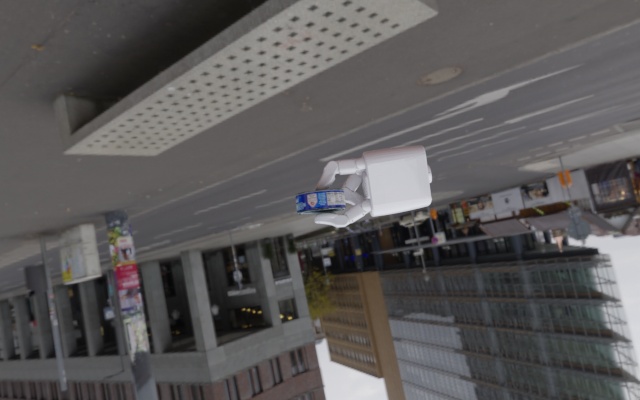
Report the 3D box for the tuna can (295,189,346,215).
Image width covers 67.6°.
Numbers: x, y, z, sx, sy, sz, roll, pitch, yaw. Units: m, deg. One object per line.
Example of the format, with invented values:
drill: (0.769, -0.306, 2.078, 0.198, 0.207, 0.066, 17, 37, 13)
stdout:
tuna can: (0.000, 0.003, 0.822, 0.086, 0.033, 0.086, -6, -6, -1)
